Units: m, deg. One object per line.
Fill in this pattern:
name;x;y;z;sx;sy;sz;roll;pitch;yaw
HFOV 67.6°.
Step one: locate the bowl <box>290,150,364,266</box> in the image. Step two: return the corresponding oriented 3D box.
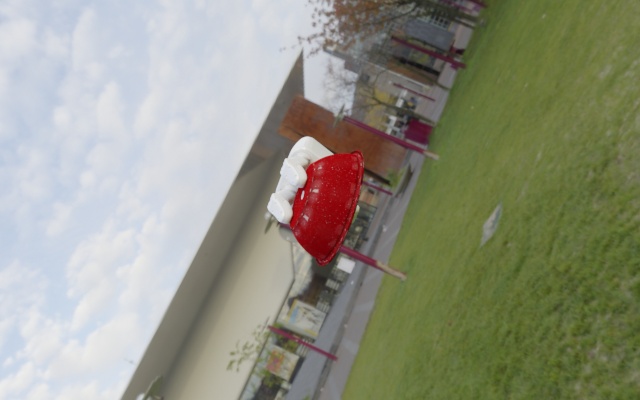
bowl;0.000;0.002;0.629;0.055;0.162;0.162;18;-4;-13
